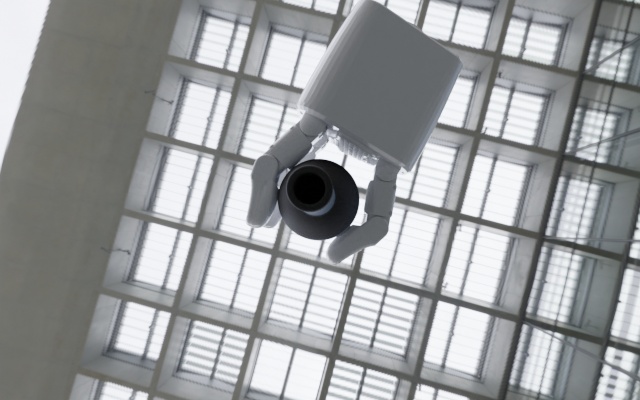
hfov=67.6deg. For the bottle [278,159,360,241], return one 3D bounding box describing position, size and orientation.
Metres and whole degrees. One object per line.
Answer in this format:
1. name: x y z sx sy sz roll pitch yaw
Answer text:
1. bottle: 0.000 0.001 0.423 0.069 0.069 0.296 0 -3 3
